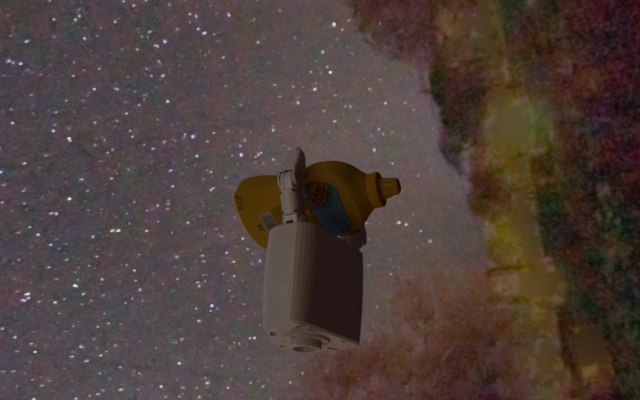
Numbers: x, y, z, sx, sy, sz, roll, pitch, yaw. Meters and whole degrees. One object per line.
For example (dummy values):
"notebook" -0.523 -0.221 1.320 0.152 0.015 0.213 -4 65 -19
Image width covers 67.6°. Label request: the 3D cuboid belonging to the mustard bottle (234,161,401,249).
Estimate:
"mustard bottle" 0.000 0.002 0.565 0.191 0.096 0.058 -12 32 22
